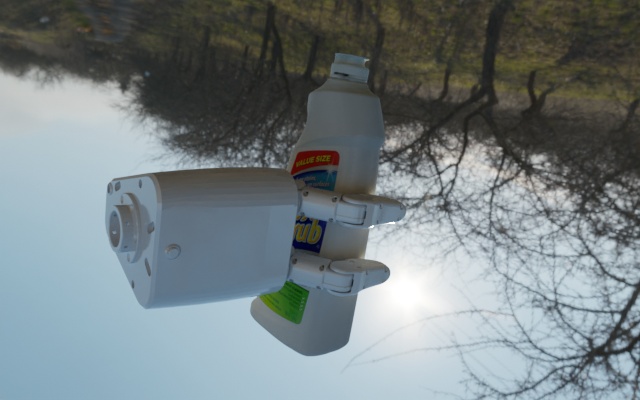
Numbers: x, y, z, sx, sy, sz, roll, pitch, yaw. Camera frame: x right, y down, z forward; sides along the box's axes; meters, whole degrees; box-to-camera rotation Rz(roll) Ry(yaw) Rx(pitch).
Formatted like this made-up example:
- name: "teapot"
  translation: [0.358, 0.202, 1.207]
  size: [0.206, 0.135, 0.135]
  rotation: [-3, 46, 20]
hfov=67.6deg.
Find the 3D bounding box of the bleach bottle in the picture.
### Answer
- name: "bleach bottle"
  translation: [0.000, 0.001, 0.420]
  size: [0.068, 0.251, 0.102]
  rotation: [-3, 18, -41]
